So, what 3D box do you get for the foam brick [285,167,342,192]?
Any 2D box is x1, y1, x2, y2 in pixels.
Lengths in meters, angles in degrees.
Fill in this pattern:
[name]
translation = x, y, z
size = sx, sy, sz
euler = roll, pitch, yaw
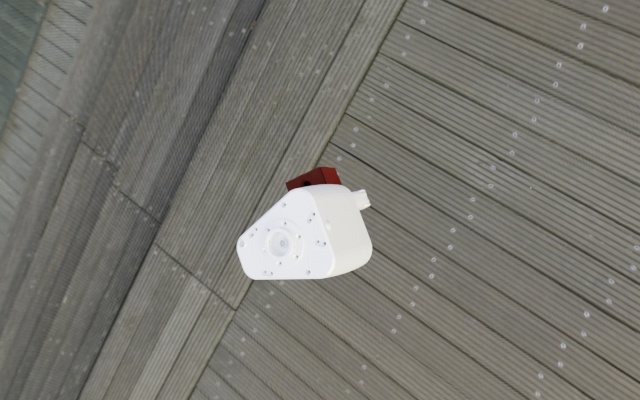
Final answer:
[foam brick]
translation = 0.000, 0.002, 0.601
size = 0.053, 0.078, 0.051
euler = -24, -8, 24
